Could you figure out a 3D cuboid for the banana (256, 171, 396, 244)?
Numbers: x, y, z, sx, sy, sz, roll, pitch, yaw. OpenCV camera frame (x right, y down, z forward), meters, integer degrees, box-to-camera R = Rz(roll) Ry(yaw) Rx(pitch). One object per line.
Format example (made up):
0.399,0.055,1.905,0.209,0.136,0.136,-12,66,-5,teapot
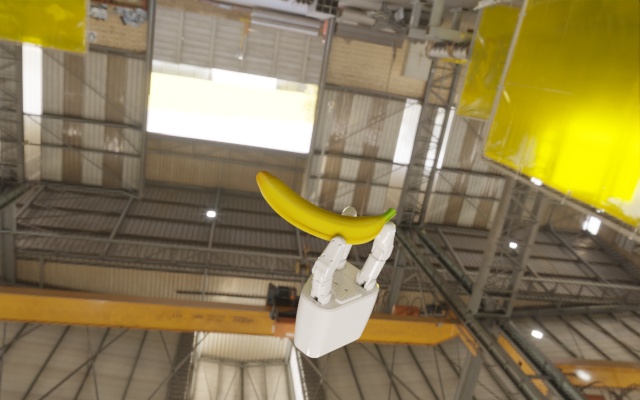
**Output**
-0.001,0.017,0.642,0.198,0.069,0.037,17,-40,2,banana
